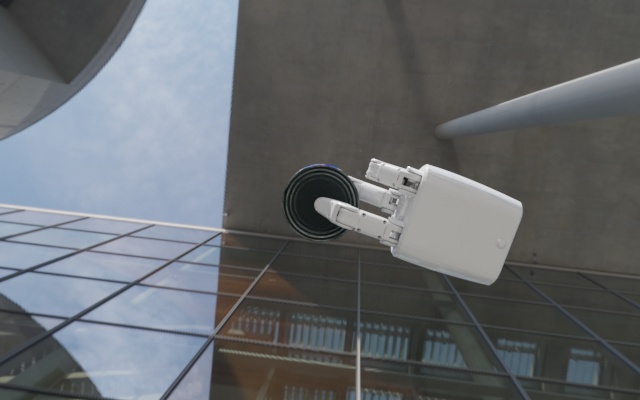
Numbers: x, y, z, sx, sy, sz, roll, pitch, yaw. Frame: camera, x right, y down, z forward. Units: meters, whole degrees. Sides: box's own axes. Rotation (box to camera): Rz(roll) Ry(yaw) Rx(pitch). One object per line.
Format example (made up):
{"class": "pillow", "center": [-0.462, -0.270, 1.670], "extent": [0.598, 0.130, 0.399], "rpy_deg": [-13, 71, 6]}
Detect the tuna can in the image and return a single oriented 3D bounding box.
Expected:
{"class": "tuna can", "center": [0.000, 0.002, 0.538], "extent": [0.086, 0.086, 0.033], "rpy_deg": [0, 8, -1]}
